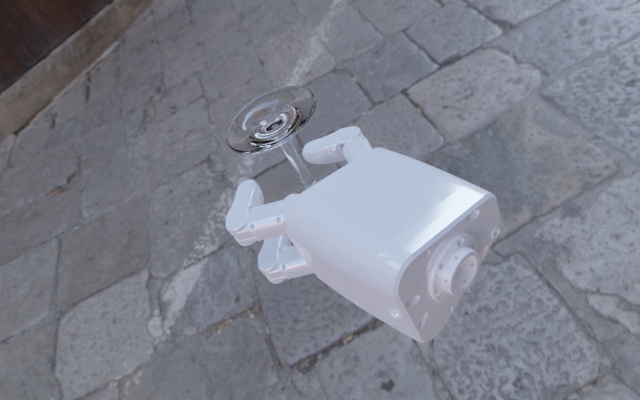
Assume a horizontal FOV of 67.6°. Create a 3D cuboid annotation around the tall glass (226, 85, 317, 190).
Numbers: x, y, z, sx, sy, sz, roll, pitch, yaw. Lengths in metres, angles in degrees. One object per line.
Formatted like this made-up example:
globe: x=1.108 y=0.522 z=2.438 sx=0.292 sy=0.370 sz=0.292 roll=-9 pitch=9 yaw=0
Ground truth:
tall glass: x=0.000 y=0.001 z=0.422 sx=0.079 sy=0.079 sz=0.201 roll=0 pitch=-39 yaw=29
